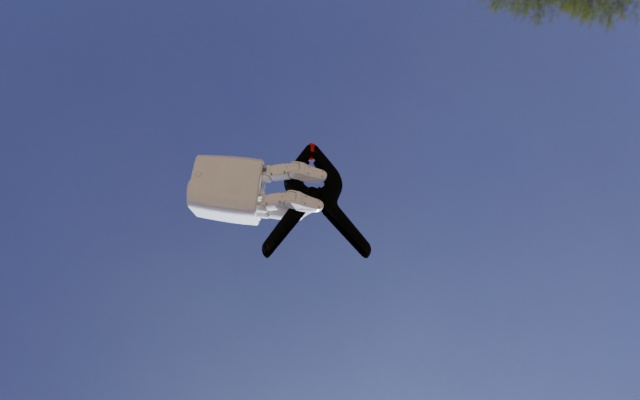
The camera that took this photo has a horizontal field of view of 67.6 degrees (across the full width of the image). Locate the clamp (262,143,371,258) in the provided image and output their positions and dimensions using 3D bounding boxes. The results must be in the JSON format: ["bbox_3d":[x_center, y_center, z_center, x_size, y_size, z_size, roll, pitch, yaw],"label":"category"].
[{"bbox_3d":[0.000,0.002,0.761,0.164,0.209,0.036,8,-31,-6],"label":"clamp"}]
